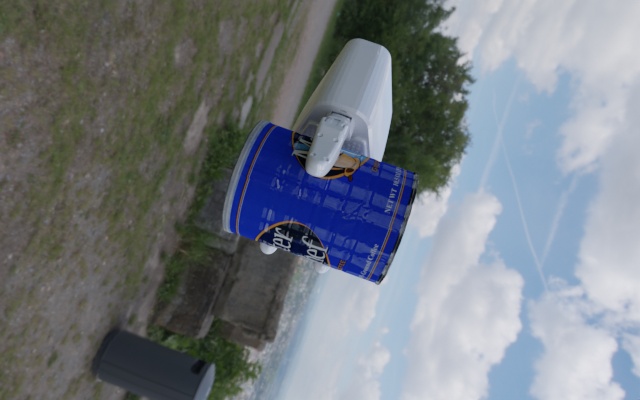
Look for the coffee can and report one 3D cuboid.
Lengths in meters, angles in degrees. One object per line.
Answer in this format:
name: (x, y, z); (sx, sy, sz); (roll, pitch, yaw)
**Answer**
coffee can: (0.000, 0.001, 0.414); (0.140, 0.103, 0.103); (19, 1, 3)
